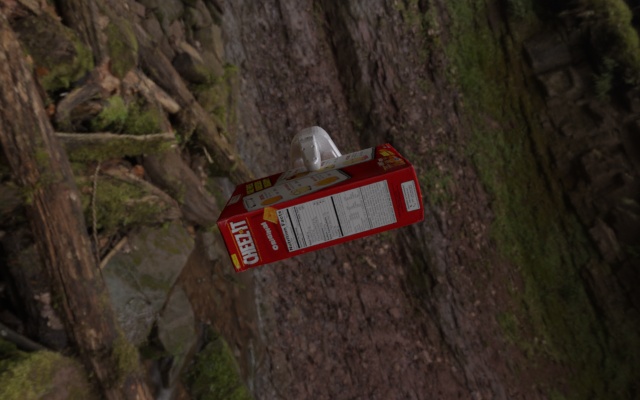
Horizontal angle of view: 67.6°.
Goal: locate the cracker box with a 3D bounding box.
[{"bbox_3d":[0.000,0.002,0.572,0.214,0.072,0.164,-16,15,3],"label":"cracker box"}]
